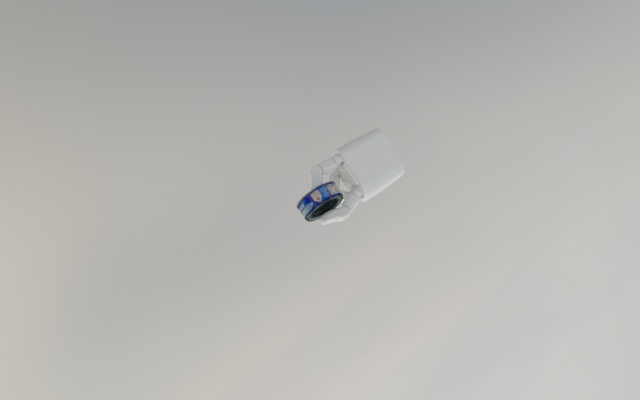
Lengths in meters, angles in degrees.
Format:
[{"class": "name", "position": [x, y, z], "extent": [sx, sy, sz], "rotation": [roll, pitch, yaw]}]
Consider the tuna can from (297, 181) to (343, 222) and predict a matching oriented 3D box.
[{"class": "tuna can", "position": [0.000, 0.003, 0.895], "extent": [0.086, 0.033, 0.086], "rotation": [-31, -16, -10]}]
